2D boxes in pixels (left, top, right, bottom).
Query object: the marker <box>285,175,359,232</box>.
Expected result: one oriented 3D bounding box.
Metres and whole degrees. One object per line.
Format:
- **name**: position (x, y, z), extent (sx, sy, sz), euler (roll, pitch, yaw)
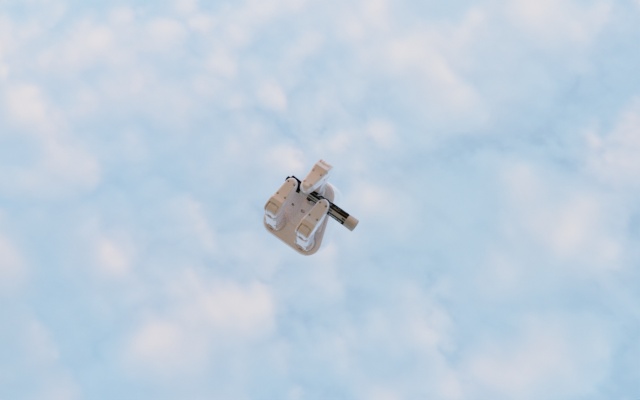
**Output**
- **marker**: position (0.000, 0.002, 0.674), extent (0.121, 0.020, 0.020), euler (35, 7, 11)
